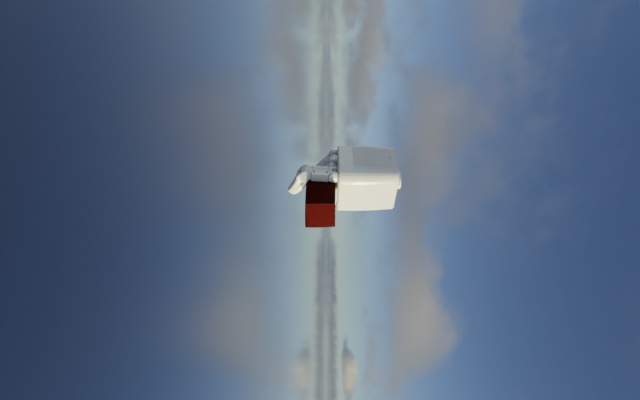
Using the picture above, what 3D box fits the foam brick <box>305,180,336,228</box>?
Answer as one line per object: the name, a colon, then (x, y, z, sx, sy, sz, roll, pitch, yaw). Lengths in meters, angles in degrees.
foam brick: (0.000, 0.003, 0.821, 0.051, 0.053, 0.078, 1, 38, 0)
